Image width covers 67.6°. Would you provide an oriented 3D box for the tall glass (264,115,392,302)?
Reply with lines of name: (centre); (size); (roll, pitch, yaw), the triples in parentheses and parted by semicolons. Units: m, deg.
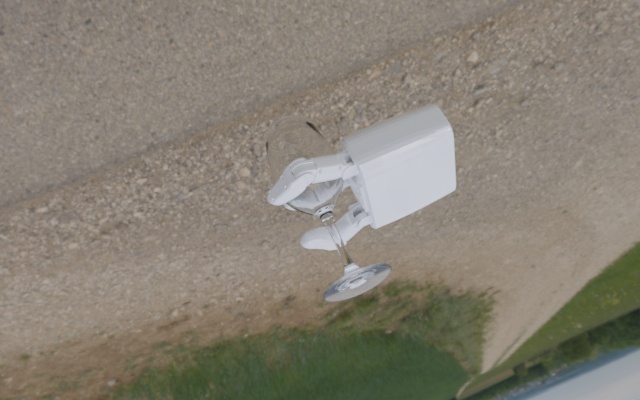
tall glass: (0.000, 0.002, 0.516); (0.079, 0.201, 0.079); (-20, -27, -11)
